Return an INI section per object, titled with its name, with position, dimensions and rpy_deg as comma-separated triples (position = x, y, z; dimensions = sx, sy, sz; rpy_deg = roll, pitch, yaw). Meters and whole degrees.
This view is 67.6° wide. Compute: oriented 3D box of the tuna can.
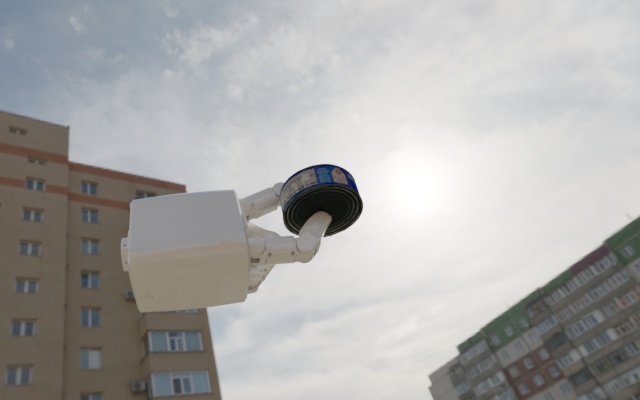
[tuna can]
position = 0.000, 0.001, 0.508
dimensions = 0.086, 0.033, 0.086
rpy_deg = -9, -39, -7
